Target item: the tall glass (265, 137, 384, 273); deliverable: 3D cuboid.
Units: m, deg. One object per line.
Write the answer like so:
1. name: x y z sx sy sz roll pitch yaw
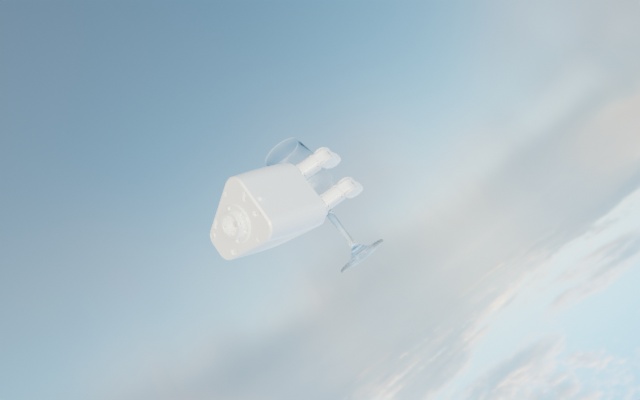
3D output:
1. tall glass: 0.001 0.003 0.692 0.079 0.201 0.079 -35 -15 -11
